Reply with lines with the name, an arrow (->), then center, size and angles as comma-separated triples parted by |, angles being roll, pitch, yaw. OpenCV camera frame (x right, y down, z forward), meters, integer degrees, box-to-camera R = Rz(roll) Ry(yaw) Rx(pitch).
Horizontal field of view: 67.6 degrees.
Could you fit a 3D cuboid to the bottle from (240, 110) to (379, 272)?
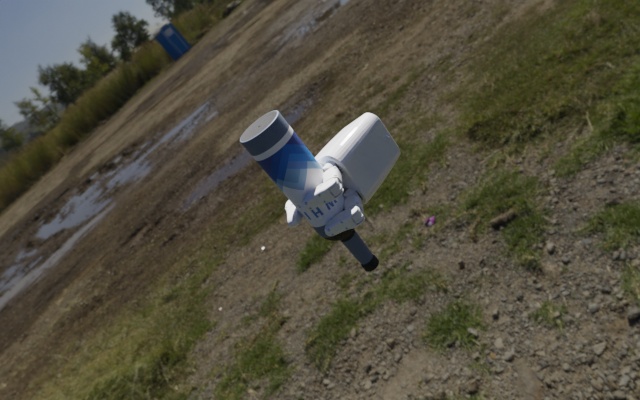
bottle -> 0.000, 0.002, 0.708 | 0.069, 0.069, 0.296 | 0, -44, 52
